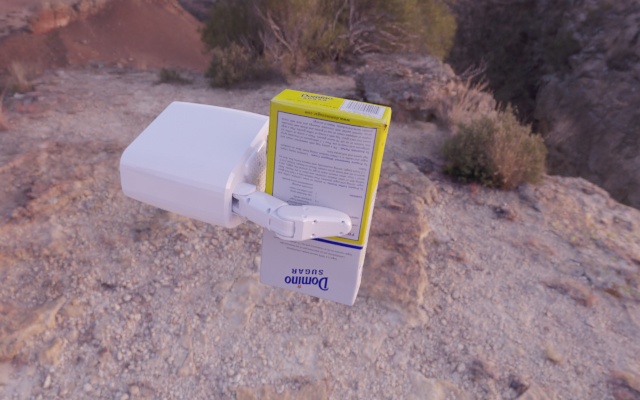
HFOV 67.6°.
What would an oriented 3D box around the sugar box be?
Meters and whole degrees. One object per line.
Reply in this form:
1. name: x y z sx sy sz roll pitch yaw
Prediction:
1. sugar box: 0.000 0.001 0.414 0.093 0.176 0.048 13 30 10
